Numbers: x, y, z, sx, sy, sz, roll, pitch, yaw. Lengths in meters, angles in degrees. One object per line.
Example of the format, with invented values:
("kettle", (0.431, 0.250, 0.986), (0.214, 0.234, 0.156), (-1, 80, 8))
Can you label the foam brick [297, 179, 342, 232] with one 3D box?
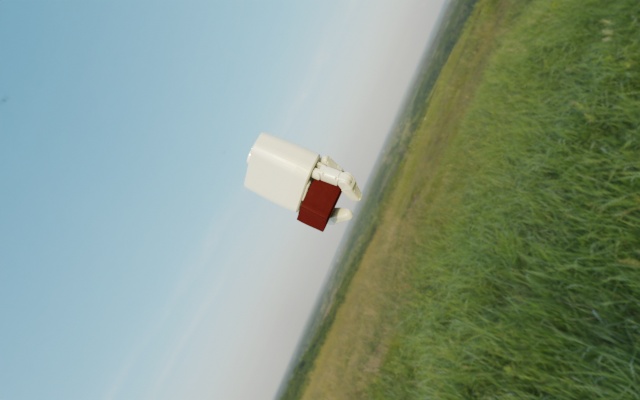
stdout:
("foam brick", (0.000, 0.003, 0.798), (0.051, 0.078, 0.053), (25, -29, 2))
